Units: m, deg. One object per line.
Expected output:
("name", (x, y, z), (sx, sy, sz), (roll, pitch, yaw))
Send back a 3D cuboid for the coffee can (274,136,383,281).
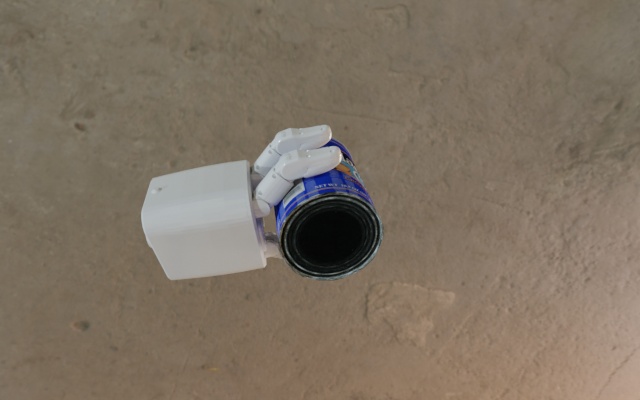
("coffee can", (0.000, 0.002, 0.513), (0.103, 0.103, 0.140), (0, 30, -10))
